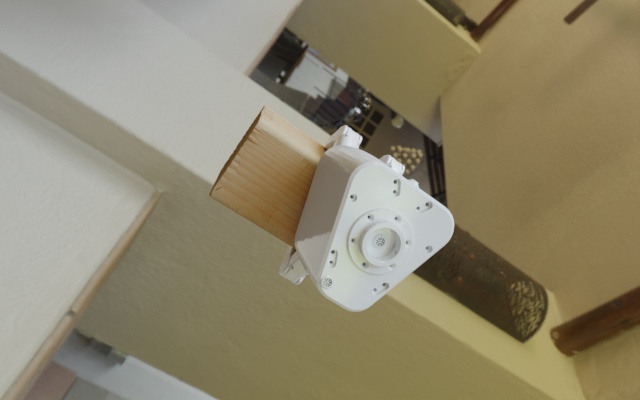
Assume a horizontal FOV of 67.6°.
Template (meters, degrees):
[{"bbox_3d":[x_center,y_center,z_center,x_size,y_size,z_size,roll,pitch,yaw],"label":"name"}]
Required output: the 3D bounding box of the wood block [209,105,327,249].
[{"bbox_3d":[0.000,0.002,0.504,0.206,0.091,0.090,34,15,-14],"label":"wood block"}]
